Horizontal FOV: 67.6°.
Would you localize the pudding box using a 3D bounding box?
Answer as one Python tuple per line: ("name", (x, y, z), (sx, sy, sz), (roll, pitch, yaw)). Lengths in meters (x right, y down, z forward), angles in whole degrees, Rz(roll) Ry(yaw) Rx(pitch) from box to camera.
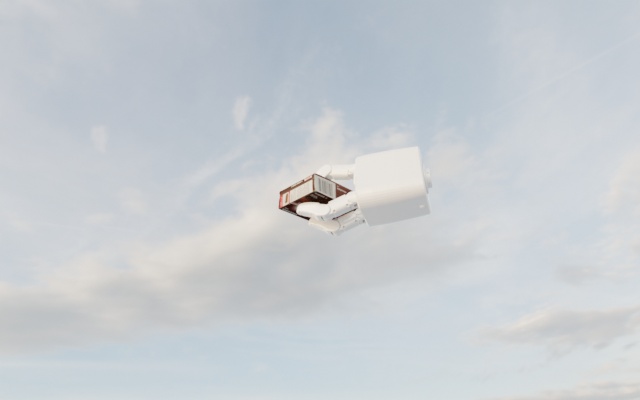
("pudding box", (0.000, 0.002, 0.803), (0.113, 0.039, 0.090), (26, -38, -37))
